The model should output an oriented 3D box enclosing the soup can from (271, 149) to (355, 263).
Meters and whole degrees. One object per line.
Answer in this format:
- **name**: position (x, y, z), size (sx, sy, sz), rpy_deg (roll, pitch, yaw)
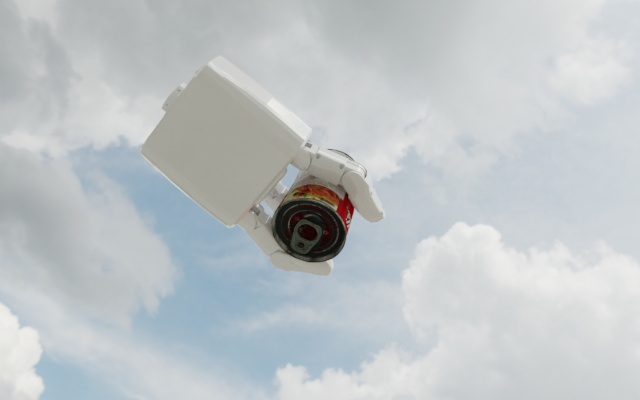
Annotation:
- **soup can**: position (0.001, 0.002, 0.457), size (0.068, 0.068, 0.102), rpy_deg (0, 31, 15)
